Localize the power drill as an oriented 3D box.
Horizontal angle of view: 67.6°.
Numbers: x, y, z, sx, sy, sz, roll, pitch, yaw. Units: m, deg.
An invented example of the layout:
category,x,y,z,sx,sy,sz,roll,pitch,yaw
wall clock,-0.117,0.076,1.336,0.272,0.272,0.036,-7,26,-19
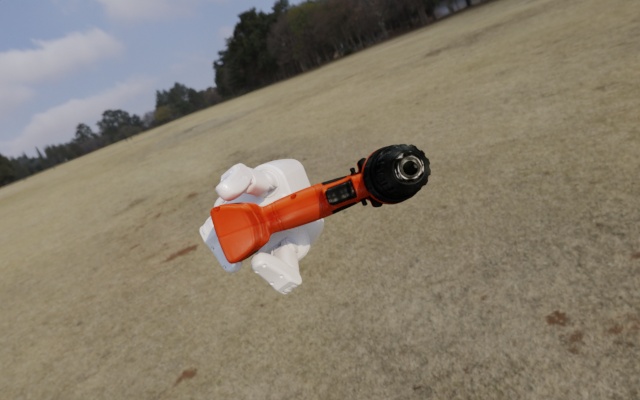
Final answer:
category,x,y,z,sx,sy,sz,roll,pitch,yaw
power drill,0.000,0.002,0.439,0.187,0.057,0.184,-18,-2,-2
